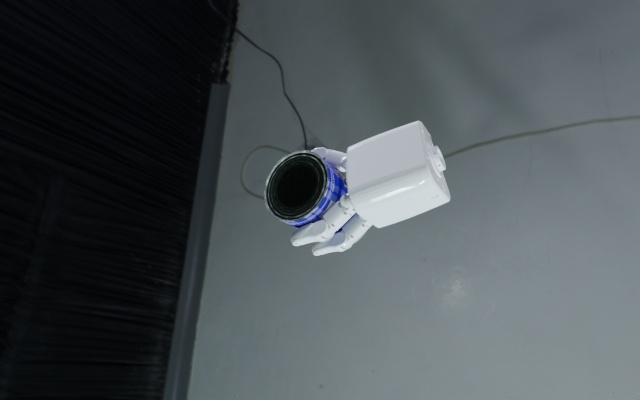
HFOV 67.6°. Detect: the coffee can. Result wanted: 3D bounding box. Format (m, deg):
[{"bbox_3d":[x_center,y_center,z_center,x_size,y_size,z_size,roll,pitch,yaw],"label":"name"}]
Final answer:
[{"bbox_3d":[0.000,0.002,0.691,0.103,0.102,0.140,0,-19,31],"label":"coffee can"}]
